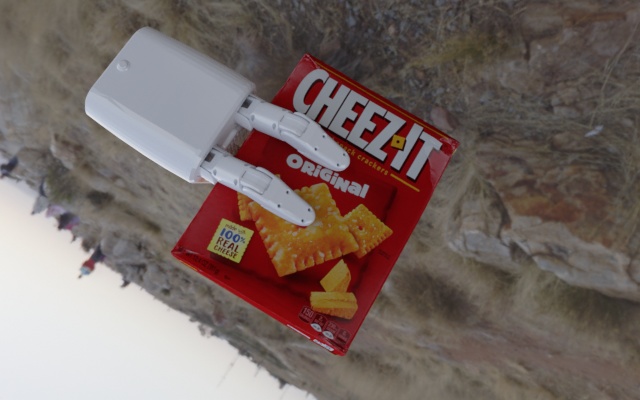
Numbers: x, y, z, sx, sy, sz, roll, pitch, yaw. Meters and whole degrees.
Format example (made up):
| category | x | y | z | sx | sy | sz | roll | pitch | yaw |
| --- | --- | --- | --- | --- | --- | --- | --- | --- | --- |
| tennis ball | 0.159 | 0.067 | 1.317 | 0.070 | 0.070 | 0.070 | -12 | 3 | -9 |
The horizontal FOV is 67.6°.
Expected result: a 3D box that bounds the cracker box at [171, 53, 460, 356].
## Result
| category | x | y | z | sx | sy | sz | roll | pitch | yaw |
| --- | --- | --- | --- | --- | --- | --- | --- | --- | --- |
| cracker box | 0.000 | 0.002 | 0.425 | 0.164 | 0.213 | 0.072 | 31 | -14 | 1 |
